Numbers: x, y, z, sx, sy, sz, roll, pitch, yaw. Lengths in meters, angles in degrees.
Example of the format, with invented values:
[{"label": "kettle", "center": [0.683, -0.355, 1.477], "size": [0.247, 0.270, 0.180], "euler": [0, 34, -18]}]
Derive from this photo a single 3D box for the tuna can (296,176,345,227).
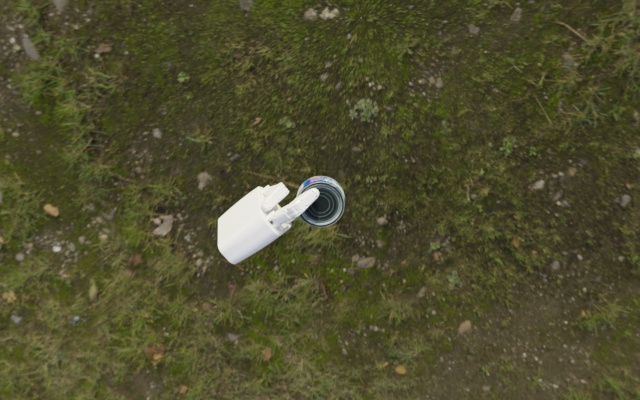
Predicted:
[{"label": "tuna can", "center": [0.000, 0.003, 0.827], "size": [0.086, 0.086, 0.033], "euler": [0, 18, 0]}]
